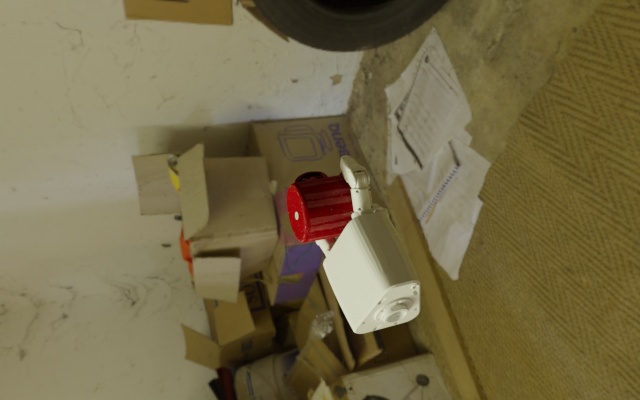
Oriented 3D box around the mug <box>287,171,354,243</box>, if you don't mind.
[{"bbox_3d":[-0.001,0.001,0.652,0.081,0.117,0.093,-10,-40,-19],"label":"mug"}]
